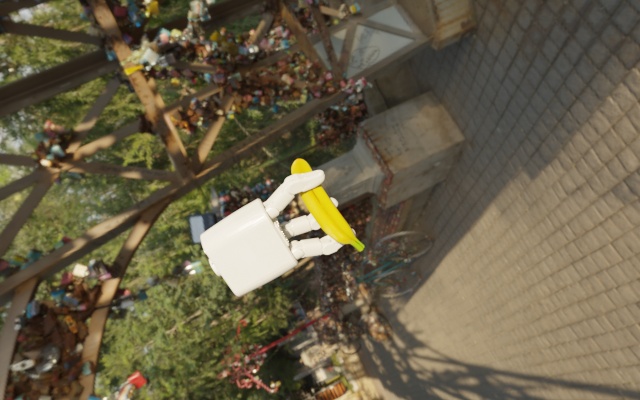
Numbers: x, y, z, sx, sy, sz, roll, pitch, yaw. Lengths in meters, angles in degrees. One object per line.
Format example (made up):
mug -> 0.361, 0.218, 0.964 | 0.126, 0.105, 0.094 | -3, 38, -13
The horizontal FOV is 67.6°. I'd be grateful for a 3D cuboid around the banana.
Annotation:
banana -> -0.005, -0.002, 0.736 | 0.037, 0.197, 0.070 | -36, -29, 5
